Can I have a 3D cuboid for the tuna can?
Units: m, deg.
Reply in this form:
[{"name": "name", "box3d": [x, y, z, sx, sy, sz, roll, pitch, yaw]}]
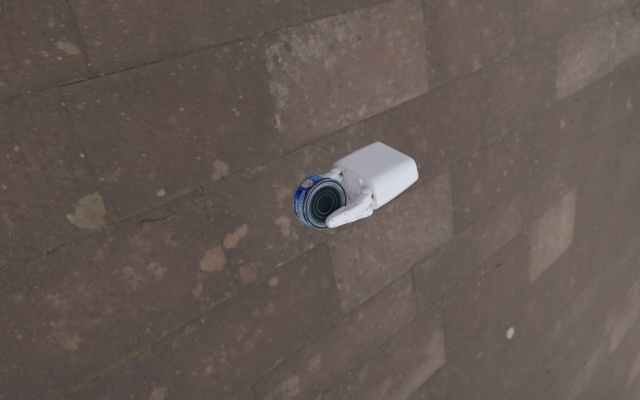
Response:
[{"name": "tuna can", "box3d": [0.000, 0.003, 0.763, 0.086, 0.086, 0.033, 0, 15, -36]}]
